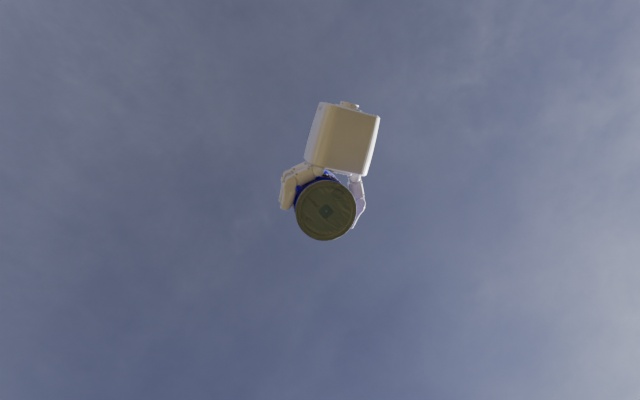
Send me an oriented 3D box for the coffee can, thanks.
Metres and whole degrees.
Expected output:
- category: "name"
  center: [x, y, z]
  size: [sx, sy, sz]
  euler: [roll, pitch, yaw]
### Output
- category: "coffee can"
  center: [0.000, 0.003, 0.852]
  size: [0.103, 0.103, 0.140]
  euler: [0, 13, -8]
